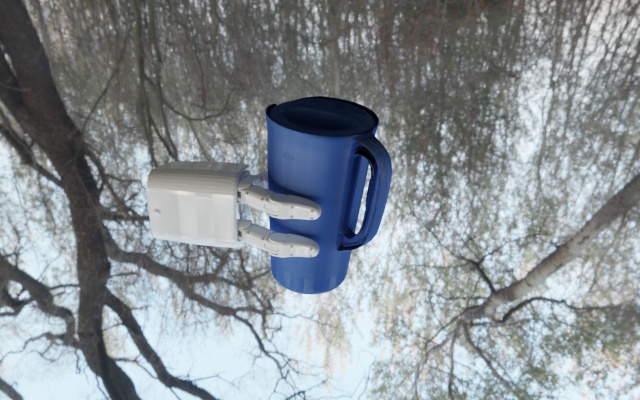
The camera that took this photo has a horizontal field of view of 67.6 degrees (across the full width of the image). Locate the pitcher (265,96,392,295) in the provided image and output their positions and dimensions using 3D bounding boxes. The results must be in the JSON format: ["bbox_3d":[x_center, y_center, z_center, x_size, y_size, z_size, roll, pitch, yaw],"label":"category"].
[{"bbox_3d":[0.000,0.002,0.606,0.145,0.243,0.149,4,30,-2],"label":"pitcher"}]
